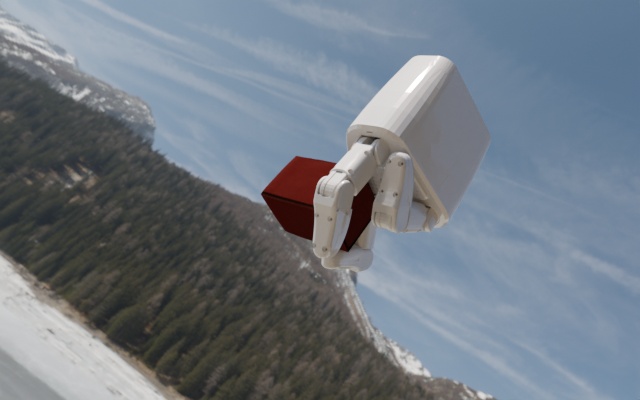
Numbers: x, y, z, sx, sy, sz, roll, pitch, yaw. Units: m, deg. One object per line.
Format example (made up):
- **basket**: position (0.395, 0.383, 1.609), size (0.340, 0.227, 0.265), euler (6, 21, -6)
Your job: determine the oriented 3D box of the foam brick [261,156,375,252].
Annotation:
- **foam brick**: position (0.000, 0.001, 0.414), size (0.078, 0.051, 0.053), euler (15, -34, 38)
